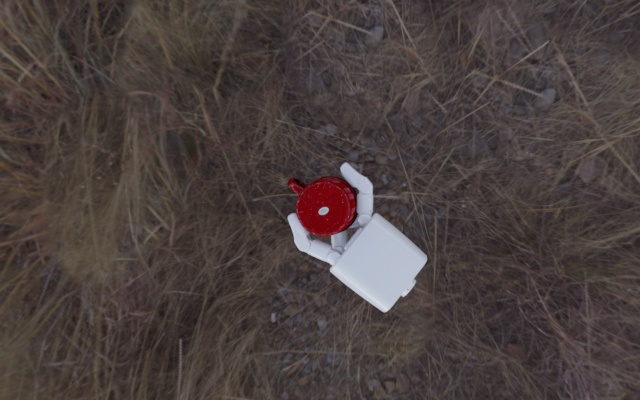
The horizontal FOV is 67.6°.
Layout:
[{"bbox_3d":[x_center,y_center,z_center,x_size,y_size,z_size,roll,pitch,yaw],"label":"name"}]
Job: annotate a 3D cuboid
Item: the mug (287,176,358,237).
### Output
[{"bbox_3d":[-0.001,0.001,0.718,0.117,0.093,0.081,38,8,5],"label":"mug"}]
